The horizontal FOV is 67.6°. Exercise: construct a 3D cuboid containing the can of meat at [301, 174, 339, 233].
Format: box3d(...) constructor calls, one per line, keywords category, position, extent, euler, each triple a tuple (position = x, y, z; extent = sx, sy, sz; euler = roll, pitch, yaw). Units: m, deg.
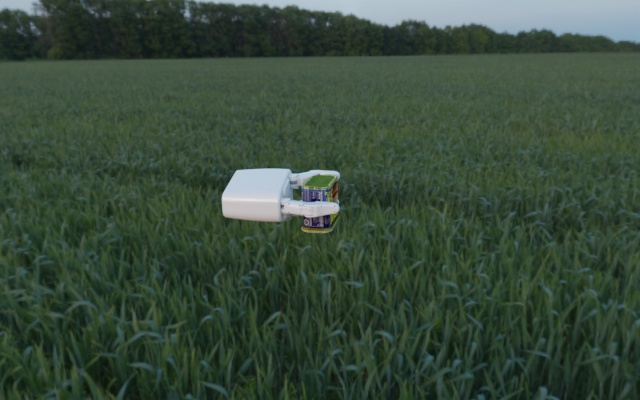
box3d(category="can of meat", position=(0.000, 0.003, 0.874), extent=(0.057, 0.084, 0.102), euler=(3, 17, 13))
